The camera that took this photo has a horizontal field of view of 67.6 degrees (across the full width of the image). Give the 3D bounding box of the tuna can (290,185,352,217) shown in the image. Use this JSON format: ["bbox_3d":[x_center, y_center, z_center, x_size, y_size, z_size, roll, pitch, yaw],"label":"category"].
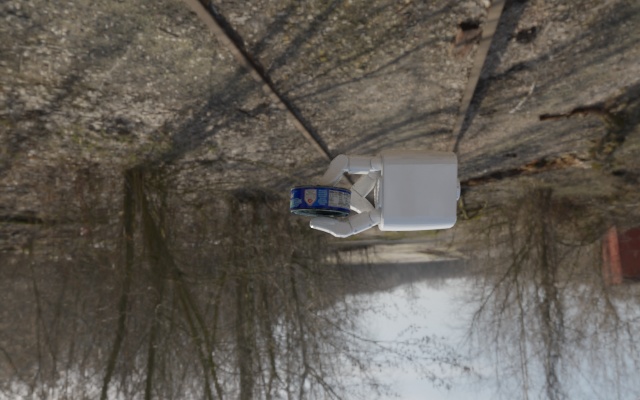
[{"bbox_3d":[0.000,0.003,0.670,0.086,0.033,0.086,3,-8,0],"label":"tuna can"}]
